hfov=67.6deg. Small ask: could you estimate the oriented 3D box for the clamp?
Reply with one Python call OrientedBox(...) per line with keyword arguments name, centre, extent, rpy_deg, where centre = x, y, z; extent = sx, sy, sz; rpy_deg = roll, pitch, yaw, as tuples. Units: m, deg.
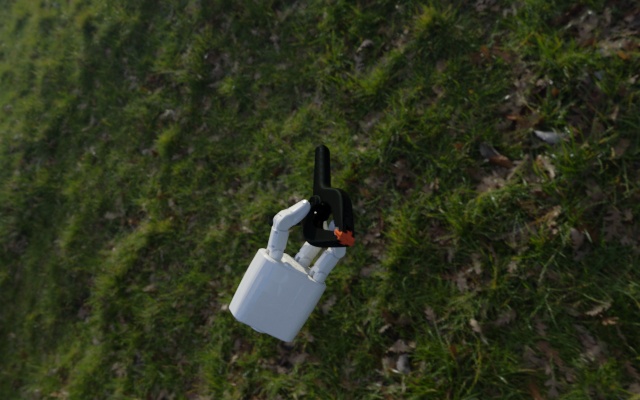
OrientedBox(name="clamp", centre=(0.000, 0.002, 0.735), extent=(0.036, 0.164, 0.210), rpy_deg=(28, 3, -33))
